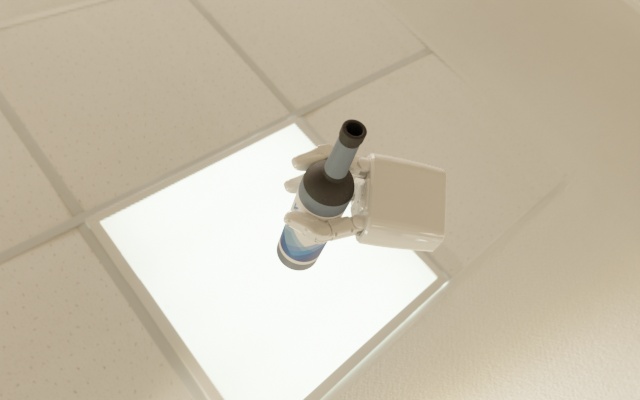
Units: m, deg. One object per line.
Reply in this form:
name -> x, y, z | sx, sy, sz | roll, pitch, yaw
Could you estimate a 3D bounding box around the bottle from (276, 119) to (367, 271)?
bottle -> 0.000, 0.002, 0.616 | 0.069, 0.069, 0.296 | 0, -31, -16
